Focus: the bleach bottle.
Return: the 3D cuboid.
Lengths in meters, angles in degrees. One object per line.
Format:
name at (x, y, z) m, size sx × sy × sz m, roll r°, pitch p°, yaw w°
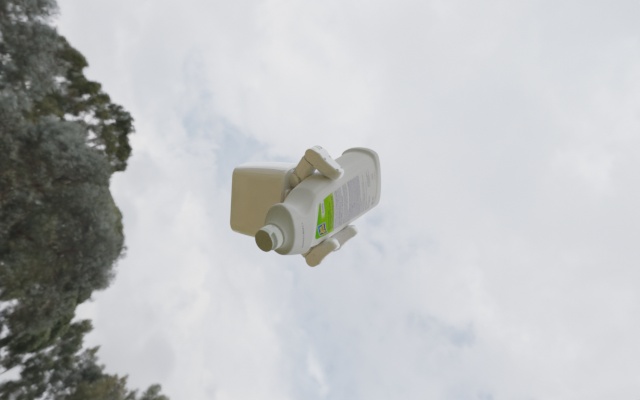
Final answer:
bleach bottle at (0.000, 0.002, 0.666) m, size 0.068 × 0.102 × 0.250 m, roll 7°, pitch 22°, yaw 33°
